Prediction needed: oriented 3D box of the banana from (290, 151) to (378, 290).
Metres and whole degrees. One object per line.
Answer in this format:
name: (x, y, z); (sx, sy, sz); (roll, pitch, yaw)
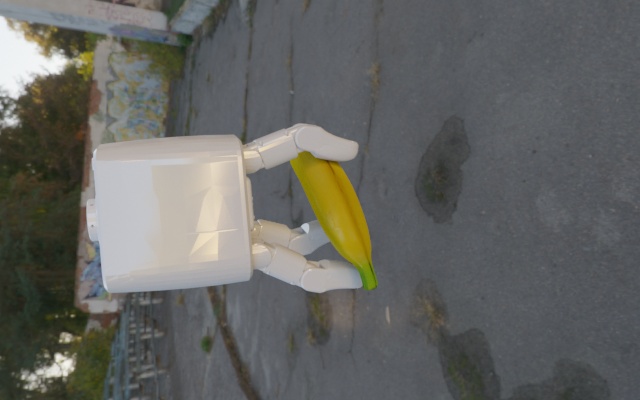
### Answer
banana: (0.001, -0.011, 0.429); (0.037, 0.070, 0.197); (-11, 42, -13)
